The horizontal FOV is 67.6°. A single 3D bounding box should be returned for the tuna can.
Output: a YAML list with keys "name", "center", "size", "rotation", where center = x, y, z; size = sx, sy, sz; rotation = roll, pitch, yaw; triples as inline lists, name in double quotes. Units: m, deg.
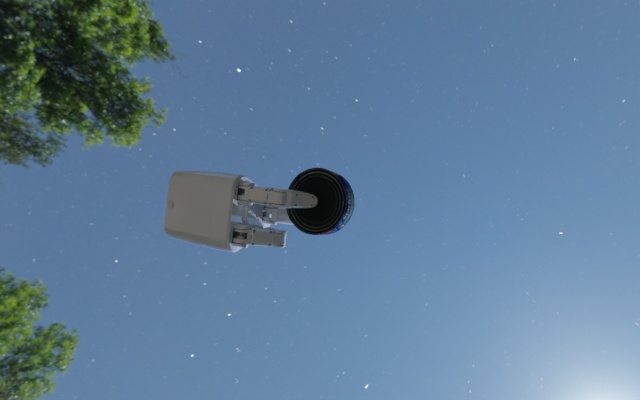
- name: "tuna can"
  center: [0.000, 0.002, 0.619]
  size: [0.086, 0.086, 0.034]
  rotation: [0, -4, 25]
